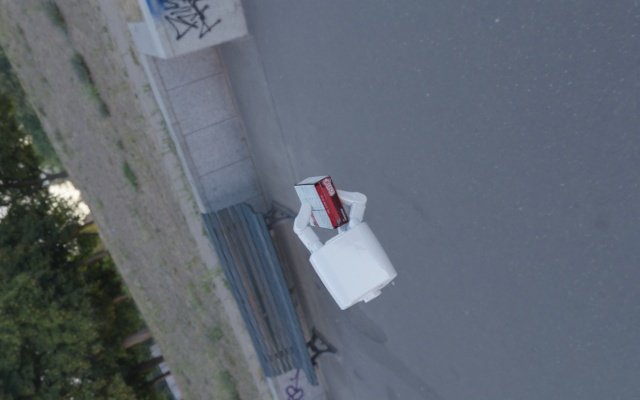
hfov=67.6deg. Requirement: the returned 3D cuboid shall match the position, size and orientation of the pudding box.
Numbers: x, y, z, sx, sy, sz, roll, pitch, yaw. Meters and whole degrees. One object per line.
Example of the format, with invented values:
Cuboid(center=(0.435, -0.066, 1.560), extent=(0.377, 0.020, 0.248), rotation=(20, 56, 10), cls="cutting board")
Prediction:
Cuboid(center=(0.000, 0.003, 0.860), extent=(0.039, 0.090, 0.113), rotation=(-27, 11, -21), cls="pudding box")
